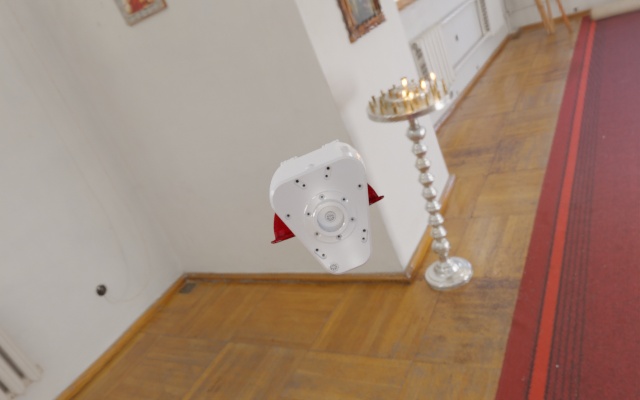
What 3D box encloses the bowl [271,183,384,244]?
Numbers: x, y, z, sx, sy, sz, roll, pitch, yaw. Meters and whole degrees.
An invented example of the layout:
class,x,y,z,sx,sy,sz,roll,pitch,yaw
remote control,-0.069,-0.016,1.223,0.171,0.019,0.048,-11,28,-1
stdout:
class,x,y,z,sx,sy,sz,roll,pitch,yaw
bowl,0.000,0.002,0.634,0.162,0.055,0.162,-23,-1,0
